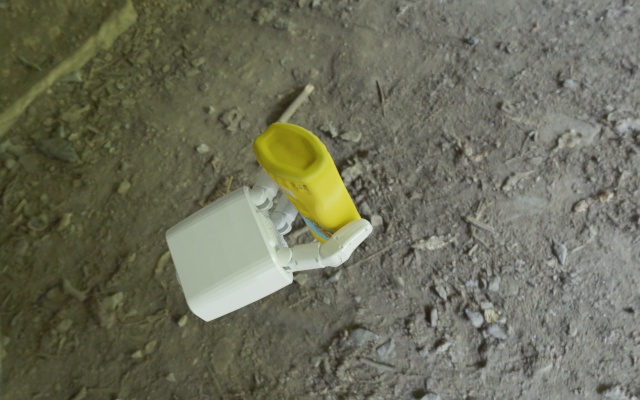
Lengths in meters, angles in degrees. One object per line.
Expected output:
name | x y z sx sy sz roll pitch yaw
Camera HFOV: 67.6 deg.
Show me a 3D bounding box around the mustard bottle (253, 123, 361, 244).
mustard bottle | 0.000 0.001 0.529 0.096 0.058 0.192 35 -14 36
